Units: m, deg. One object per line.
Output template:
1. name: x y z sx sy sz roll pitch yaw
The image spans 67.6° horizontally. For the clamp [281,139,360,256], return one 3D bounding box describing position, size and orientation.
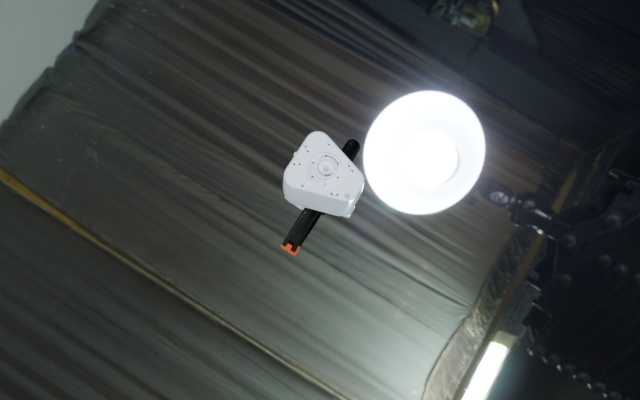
1. clamp: 0.001 0.004 0.836 0.036 0.210 0.164 32 -10 5
